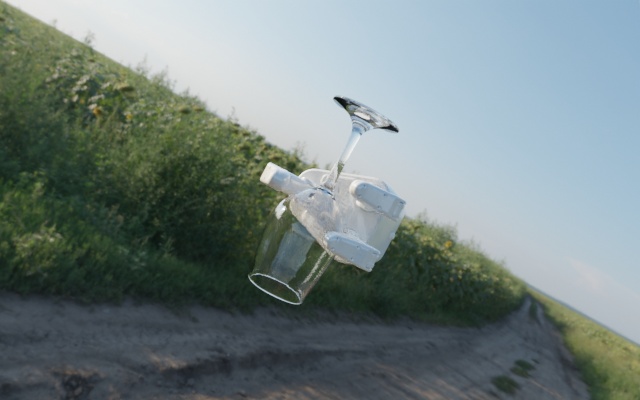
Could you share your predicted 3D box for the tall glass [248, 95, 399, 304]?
[{"bbox_3d":[0.000,0.001,0.481,0.079,0.201,0.079,28,1,-1],"label":"tall glass"}]
